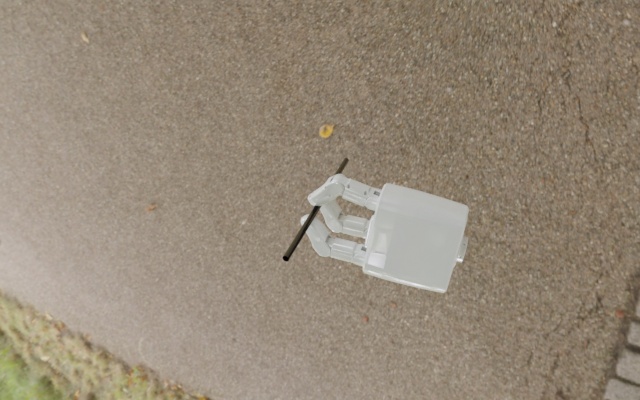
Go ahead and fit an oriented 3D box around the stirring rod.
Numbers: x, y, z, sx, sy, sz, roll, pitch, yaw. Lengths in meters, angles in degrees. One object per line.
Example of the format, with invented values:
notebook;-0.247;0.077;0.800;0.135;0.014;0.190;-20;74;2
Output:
stirring rod;0.000;0.002;0.631;0.011;0.011;0.239;0;32;23
